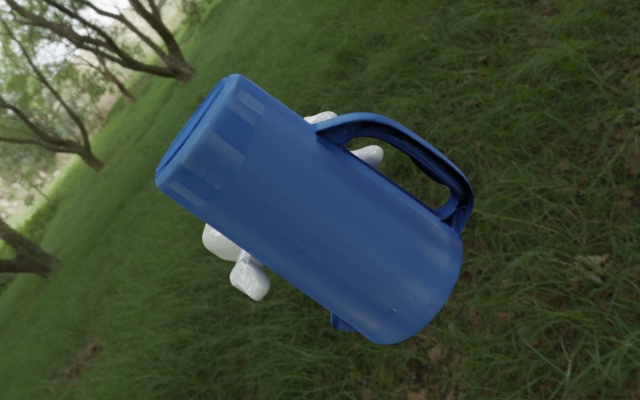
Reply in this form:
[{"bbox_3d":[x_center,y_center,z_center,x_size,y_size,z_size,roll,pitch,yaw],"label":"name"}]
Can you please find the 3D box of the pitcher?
[{"bbox_3d":[0.000,0.001,0.401,0.243,0.149,0.145,36,-24,-21],"label":"pitcher"}]
